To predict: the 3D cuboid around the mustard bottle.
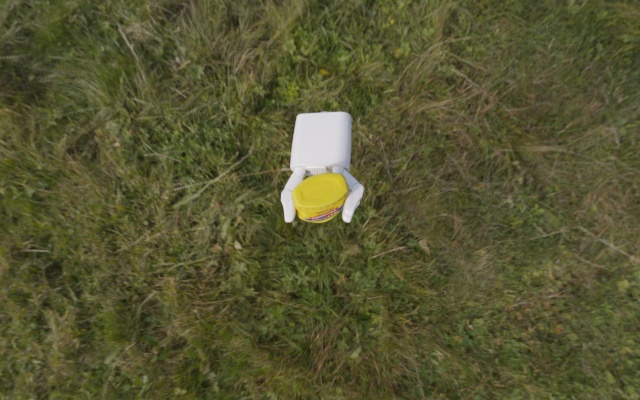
[{"bbox_3d":[0.000,0.003,0.889,0.096,0.058,0.192,-19,-12,-4],"label":"mustard bottle"}]
